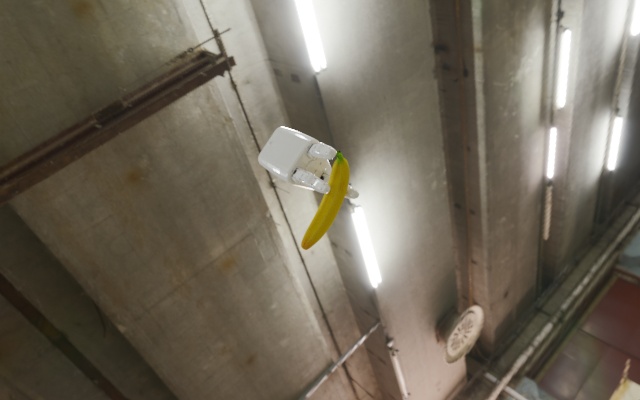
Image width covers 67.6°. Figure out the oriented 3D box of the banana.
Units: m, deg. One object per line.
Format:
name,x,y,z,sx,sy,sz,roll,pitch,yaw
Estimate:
banana,0.014,0.000,0.892,0.037,0.198,0.069,30,18,38
